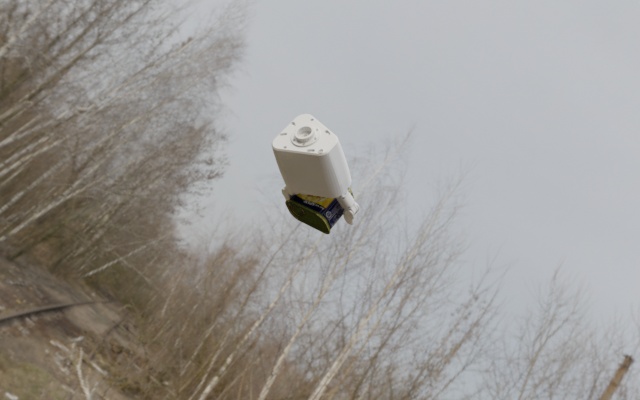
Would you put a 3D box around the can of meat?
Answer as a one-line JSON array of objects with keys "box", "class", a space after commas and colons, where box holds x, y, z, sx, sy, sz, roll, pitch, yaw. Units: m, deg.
[{"box": [0.000, 0.003, 0.890, 0.102, 0.084, 0.057, 24, -28, 35], "class": "can of meat"}]
